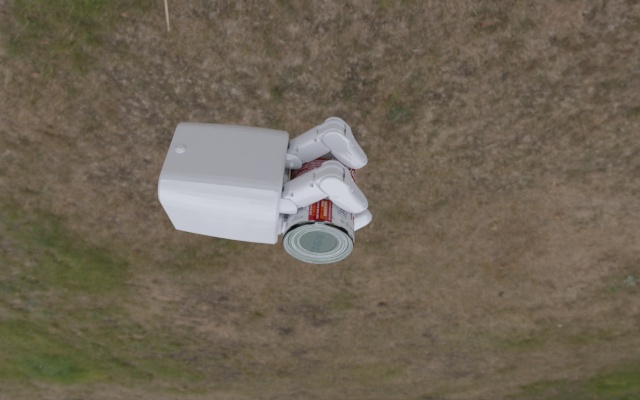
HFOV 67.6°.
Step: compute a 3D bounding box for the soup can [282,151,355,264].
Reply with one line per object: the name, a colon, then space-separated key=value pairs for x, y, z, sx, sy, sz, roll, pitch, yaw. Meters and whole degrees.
soup can: x=0.001 y=0.002 z=0.467 sx=0.068 sy=0.102 sz=0.069 roll=2 pitch=-39 yaw=2
